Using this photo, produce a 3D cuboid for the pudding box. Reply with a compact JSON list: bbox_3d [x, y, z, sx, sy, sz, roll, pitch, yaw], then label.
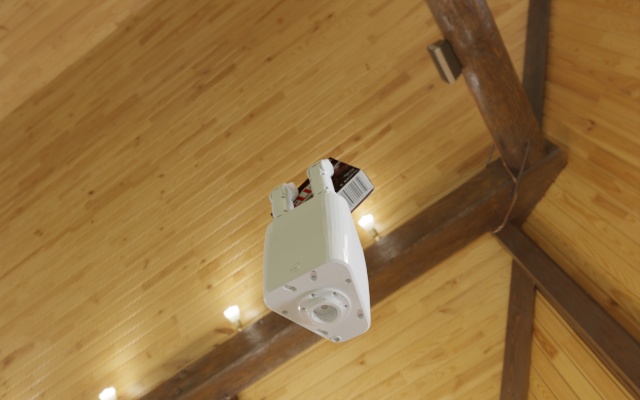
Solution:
[{"bbox_3d":[0.000,0.002,0.589,0.113,0.039,0.090,-42,27,-8],"label":"pudding box"}]
